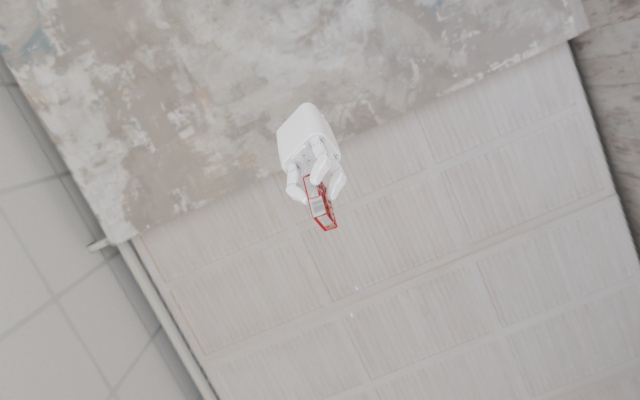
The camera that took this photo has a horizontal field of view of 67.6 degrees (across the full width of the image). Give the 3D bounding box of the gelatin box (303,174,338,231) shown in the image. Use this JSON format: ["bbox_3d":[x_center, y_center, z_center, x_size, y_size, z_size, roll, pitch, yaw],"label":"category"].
[{"bbox_3d":[0.000,0.003,0.879,0.030,0.089,0.073,-20,-28,9],"label":"gelatin box"}]
